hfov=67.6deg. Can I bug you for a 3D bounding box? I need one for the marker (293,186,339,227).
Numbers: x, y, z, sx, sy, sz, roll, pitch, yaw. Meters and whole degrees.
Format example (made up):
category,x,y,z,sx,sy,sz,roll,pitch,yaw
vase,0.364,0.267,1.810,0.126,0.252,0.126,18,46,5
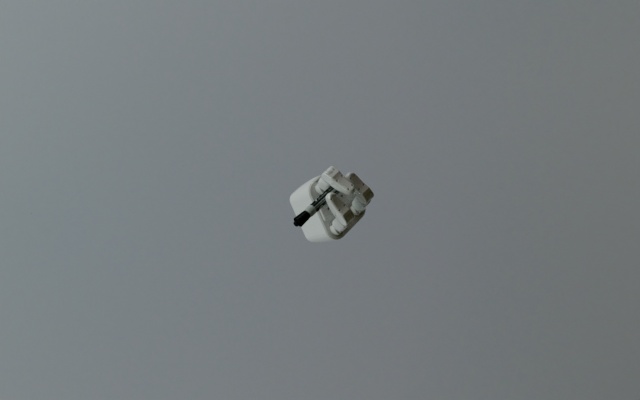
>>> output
category,x,y,z,sx,sy,sz,roll,pitch,yaw
marker,0.000,0.003,0.790,0.121,0.020,0.020,-42,21,-25
